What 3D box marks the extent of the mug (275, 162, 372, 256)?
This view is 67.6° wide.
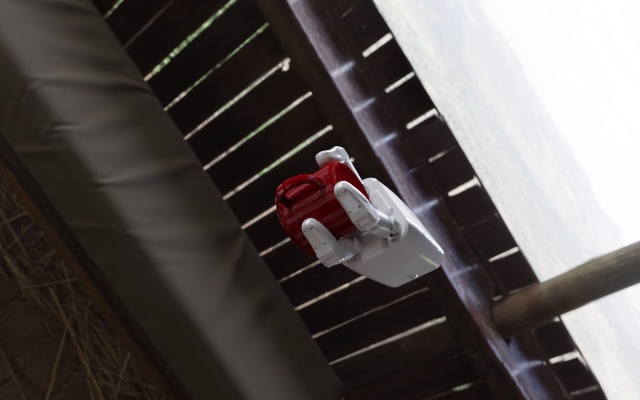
[{"bbox_3d":[-0.001,0.001,0.557,0.081,0.093,0.117,-31,-41,25],"label":"mug"}]
